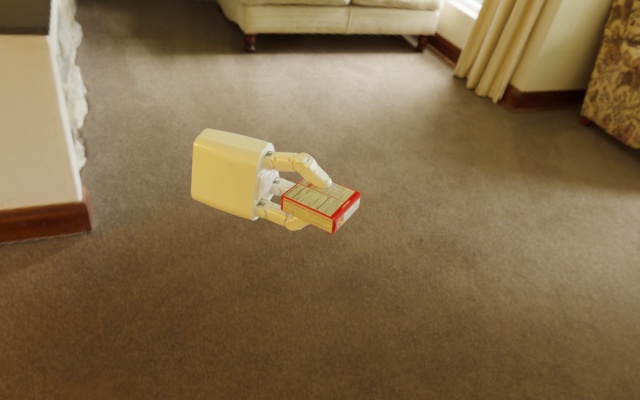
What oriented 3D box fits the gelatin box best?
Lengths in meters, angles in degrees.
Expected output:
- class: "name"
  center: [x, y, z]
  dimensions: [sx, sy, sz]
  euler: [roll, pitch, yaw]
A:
- class: "gelatin box"
  center: [0.000, 0.002, 0.667]
  dimensions: [0.089, 0.030, 0.073]
  euler: [23, 41, 23]
